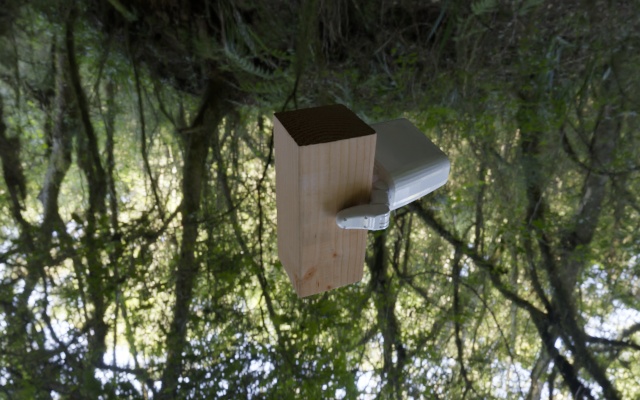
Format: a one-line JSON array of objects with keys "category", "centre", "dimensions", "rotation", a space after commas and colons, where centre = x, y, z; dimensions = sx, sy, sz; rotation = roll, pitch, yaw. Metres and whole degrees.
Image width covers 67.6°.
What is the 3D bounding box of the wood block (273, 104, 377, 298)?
[{"category": "wood block", "centre": [0.001, 0.002, 0.570], "dimensions": [0.090, 0.206, 0.090], "rotation": [-12, 35, -20]}]
